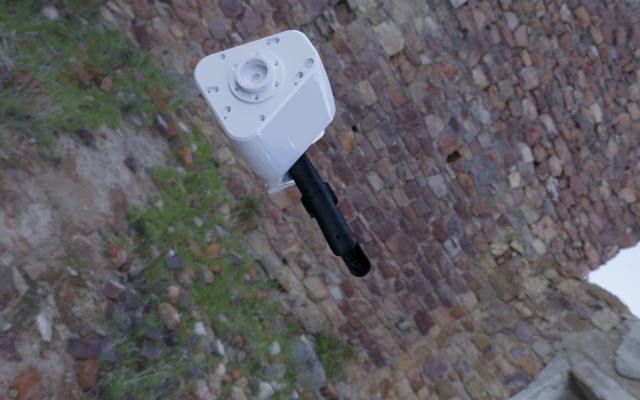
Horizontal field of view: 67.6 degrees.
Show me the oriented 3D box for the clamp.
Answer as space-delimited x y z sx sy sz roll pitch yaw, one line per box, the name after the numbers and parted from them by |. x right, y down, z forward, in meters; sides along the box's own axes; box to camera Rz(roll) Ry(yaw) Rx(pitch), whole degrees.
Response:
0.001 0.001 0.505 0.039 0.171 0.120 -32 -15 -4 | clamp
